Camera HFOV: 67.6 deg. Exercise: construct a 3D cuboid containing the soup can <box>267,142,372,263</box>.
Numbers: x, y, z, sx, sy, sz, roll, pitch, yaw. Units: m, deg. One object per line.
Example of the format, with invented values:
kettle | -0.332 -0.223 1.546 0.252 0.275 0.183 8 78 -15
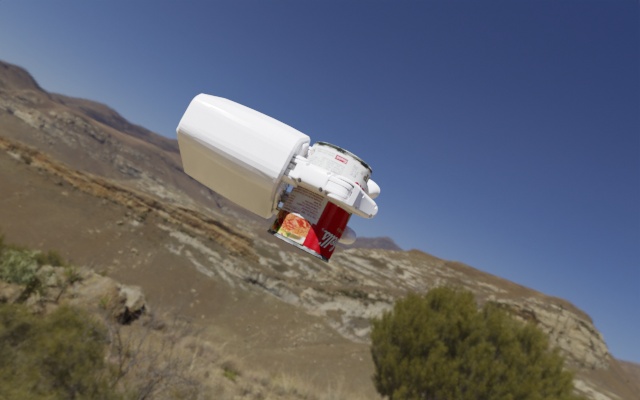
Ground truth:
soup can | 0.001 0.002 0.476 0.068 0.102 0.068 27 -7 3
